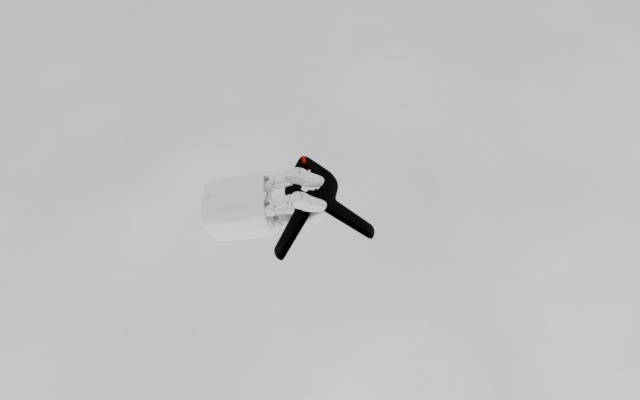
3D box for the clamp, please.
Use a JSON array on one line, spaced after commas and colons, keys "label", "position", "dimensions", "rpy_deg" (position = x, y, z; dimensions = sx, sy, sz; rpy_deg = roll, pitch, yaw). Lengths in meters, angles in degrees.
[{"label": "clamp", "position": [0.000, 0.003, 0.824], "dimensions": [0.164, 0.209, 0.036], "rpy_deg": [-7, -40, 2]}]
